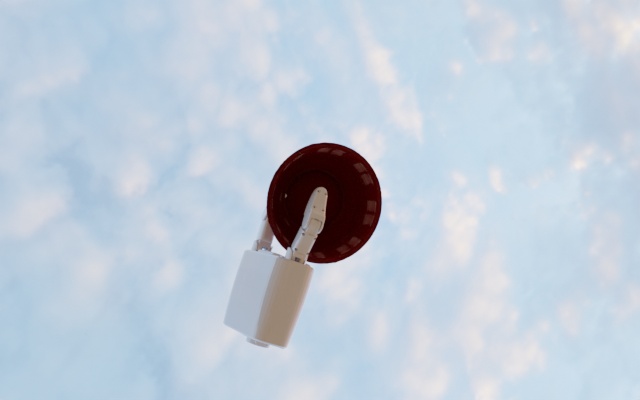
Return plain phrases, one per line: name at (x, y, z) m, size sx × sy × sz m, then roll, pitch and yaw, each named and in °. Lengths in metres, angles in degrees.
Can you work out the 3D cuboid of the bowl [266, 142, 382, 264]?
bowl at (0.001, 0.001, 0.652) m, size 0.162 × 0.162 × 0.055 m, roll 0°, pitch 6°, yaw -19°
